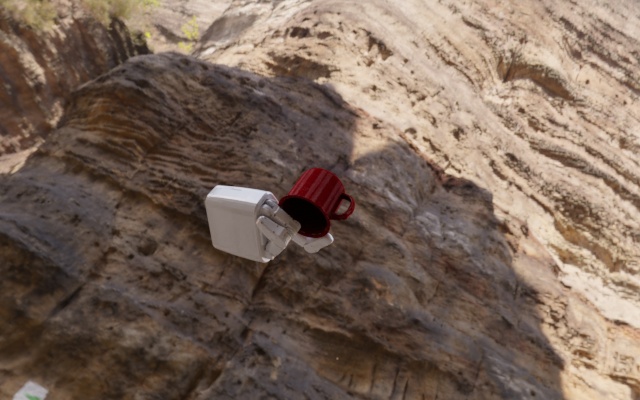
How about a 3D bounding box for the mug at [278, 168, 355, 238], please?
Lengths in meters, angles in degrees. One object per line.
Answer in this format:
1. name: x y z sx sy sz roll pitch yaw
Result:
1. mug: 0.001 0.003 0.777 0.117 0.093 0.081 9 45 26
